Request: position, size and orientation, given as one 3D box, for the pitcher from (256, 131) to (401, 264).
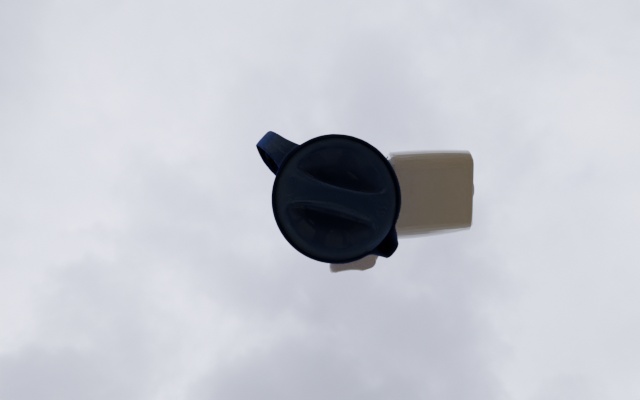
[{"bbox_3d":[0.000,0.002,0.596,0.145,0.149,0.243,-5,-6,-5],"label":"pitcher"}]
